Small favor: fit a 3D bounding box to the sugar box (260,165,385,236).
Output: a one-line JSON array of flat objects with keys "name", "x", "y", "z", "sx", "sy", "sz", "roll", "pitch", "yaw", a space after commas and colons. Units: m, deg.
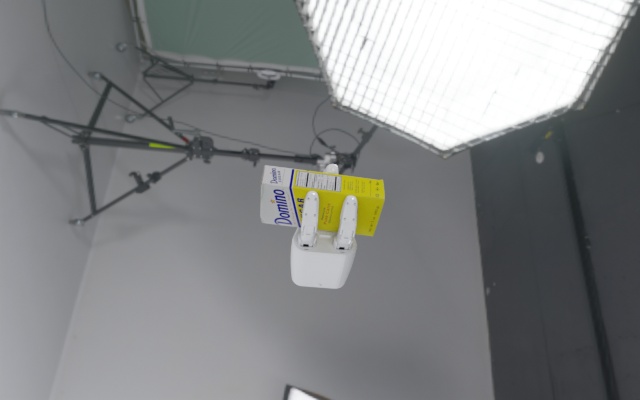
[{"name": "sugar box", "x": 0.000, "y": 0.003, "z": 0.709, "sx": 0.176, "sy": 0.048, "sz": 0.093, "roll": 5, "pitch": -41, "yaw": -3}]
